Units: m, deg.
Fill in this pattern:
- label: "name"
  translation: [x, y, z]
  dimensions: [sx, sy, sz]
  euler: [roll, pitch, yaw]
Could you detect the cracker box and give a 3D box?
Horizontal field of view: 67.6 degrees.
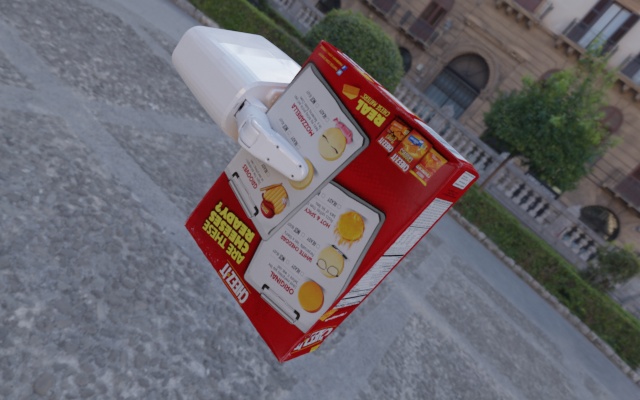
- label: "cracker box"
  translation: [0.000, 0.001, 0.412]
  dimensions: [0.164, 0.214, 0.072]
  euler: [48, 19, 26]
